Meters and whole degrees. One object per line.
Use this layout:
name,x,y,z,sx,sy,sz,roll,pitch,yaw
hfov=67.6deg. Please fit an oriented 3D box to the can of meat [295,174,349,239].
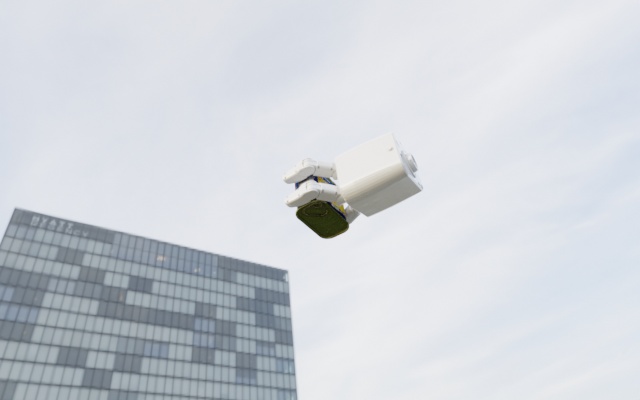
can of meat,0.000,0.002,0.806,0.057,0.083,0.102,-27,-44,21
